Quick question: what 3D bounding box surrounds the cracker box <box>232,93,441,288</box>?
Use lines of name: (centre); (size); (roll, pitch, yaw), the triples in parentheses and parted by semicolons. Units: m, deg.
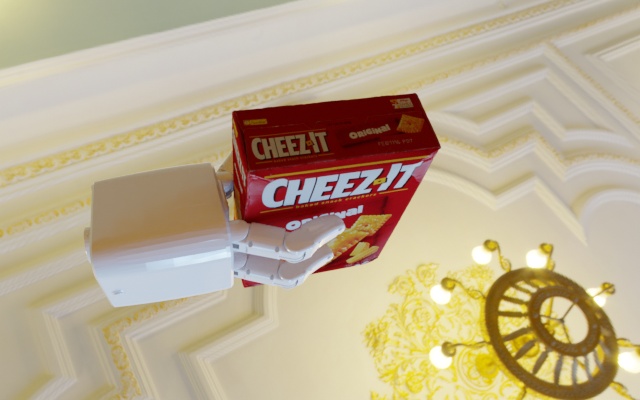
cracker box: (0.000, 0.001, 0.466); (0.164, 0.072, 0.214); (-9, -30, -16)
